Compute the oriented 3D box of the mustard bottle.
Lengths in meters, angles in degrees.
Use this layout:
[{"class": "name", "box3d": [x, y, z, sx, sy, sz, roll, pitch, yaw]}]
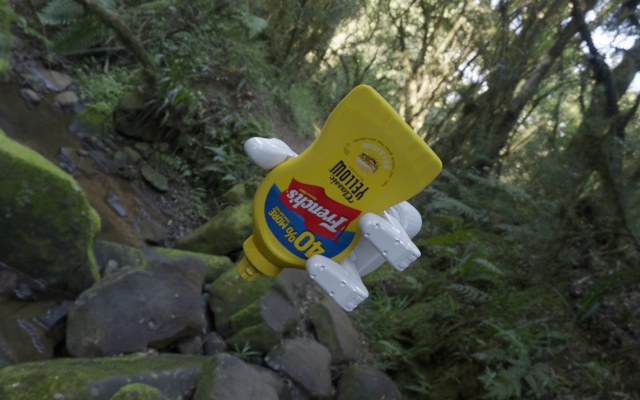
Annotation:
[{"class": "mustard bottle", "box3d": [0.000, 0.001, 0.403, 0.191, 0.096, 0.058, -43, 8, 13]}]
